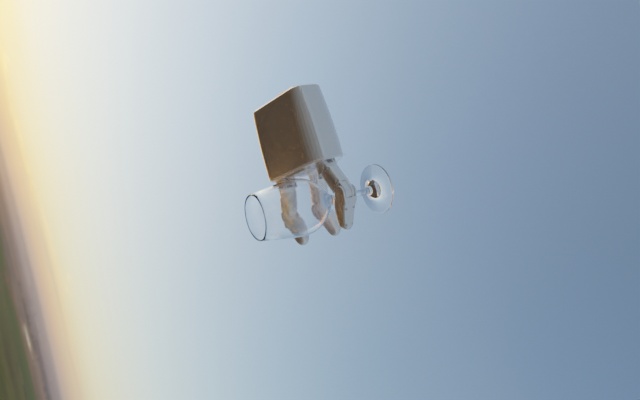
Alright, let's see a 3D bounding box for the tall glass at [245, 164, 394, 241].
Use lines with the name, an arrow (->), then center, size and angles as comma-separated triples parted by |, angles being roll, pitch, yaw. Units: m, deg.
tall glass -> 0.001, 0.002, 0.653 | 0.201, 0.079, 0.079 | -14, 7, -31
